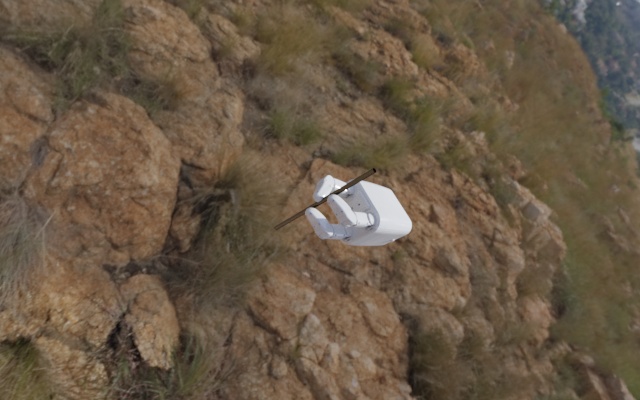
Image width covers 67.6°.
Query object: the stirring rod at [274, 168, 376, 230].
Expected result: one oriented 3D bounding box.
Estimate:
[{"bbox_3d":[0.000,0.003,0.797,0.239,0.011,0.011,-31,-20,38],"label":"stirring rod"}]
